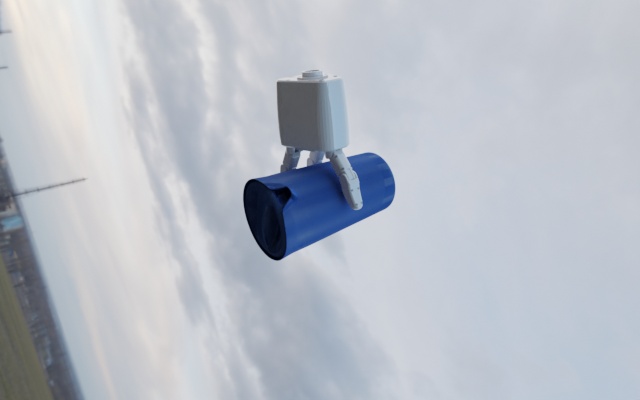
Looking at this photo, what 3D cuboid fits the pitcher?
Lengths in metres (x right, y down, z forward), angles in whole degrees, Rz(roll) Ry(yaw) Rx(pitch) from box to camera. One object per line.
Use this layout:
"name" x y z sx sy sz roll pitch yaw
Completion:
"pitcher" 0.000 0.002 0.802 0.243 0.145 0.149 -19 24 -31
